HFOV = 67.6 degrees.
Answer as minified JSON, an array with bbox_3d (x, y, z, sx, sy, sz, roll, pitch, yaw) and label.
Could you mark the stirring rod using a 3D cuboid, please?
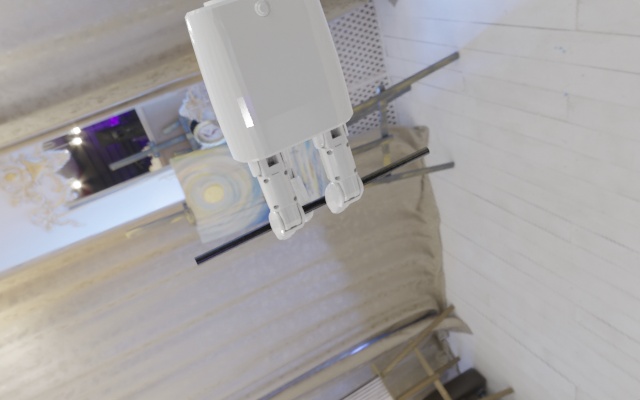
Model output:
[{"bbox_3d":[0.000,0.001,0.433,0.239,0.011,0.011,-26,8,-16],"label":"stirring rod"}]
